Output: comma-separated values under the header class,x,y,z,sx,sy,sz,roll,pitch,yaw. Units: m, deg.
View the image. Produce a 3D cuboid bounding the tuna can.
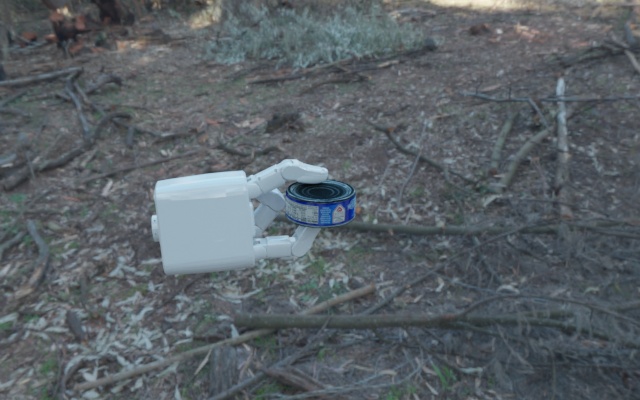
class,x,y,z,sx,sy,sz,roll,pitch,yaw
tuna can,0.000,0.001,0.578,0.086,0.034,0.086,1,20,0
